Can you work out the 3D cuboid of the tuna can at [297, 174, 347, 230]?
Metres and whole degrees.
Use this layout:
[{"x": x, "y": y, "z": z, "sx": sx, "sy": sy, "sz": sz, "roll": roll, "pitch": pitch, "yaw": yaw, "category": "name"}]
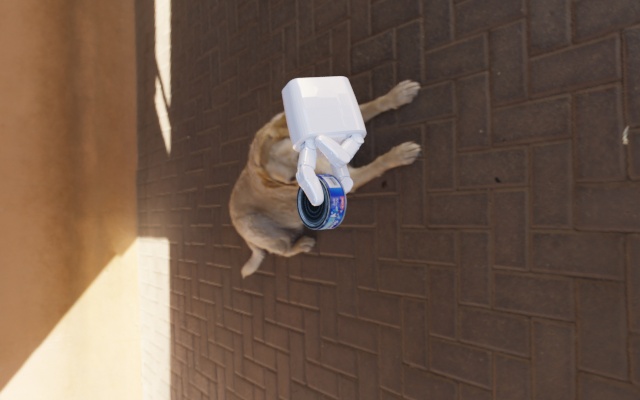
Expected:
[{"x": 0.000, "y": 0.002, "z": 0.735, "sx": 0.034, "sy": 0.086, "sz": 0.086, "roll": -3, "pitch": 2, "yaw": -38, "category": "tuna can"}]
